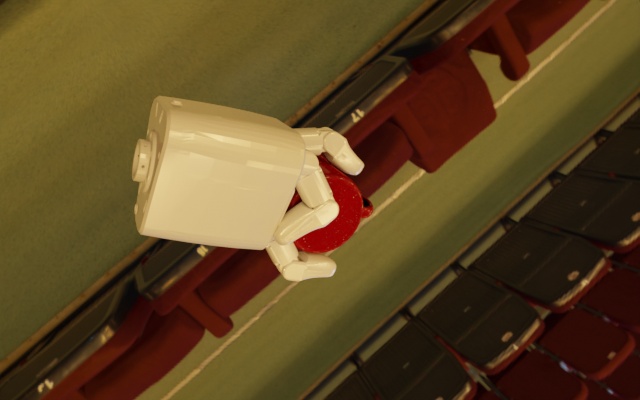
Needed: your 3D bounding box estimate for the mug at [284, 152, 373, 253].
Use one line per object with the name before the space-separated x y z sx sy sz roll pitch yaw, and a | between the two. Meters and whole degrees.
mug | 0.001 0.002 0.479 0.117 0.093 0.081 8 18 -28
